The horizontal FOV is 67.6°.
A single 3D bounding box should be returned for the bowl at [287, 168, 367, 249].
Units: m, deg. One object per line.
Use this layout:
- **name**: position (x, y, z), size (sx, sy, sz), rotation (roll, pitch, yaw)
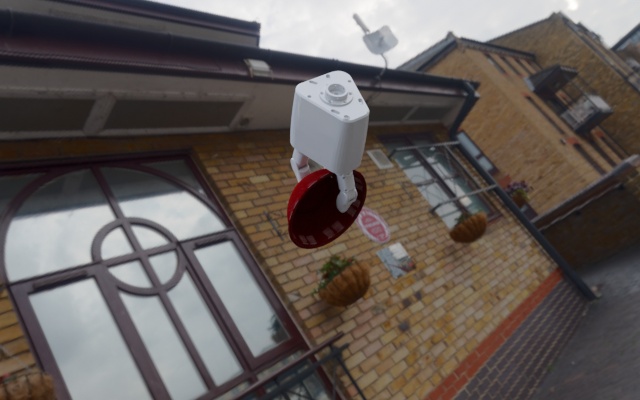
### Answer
- **bowl**: position (0.000, 0.004, 0.811), size (0.162, 0.162, 0.055), rotation (0, 33, -44)
